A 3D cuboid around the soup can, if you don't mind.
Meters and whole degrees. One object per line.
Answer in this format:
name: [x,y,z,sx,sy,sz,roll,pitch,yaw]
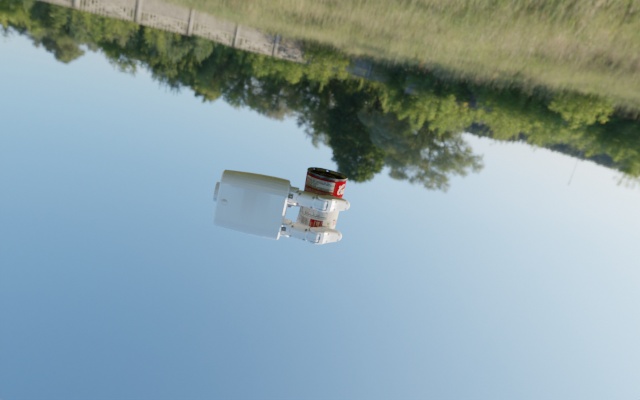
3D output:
soup can: [0.001,0.003,0.796,0.068,0.102,0.068,12,15,-3]
